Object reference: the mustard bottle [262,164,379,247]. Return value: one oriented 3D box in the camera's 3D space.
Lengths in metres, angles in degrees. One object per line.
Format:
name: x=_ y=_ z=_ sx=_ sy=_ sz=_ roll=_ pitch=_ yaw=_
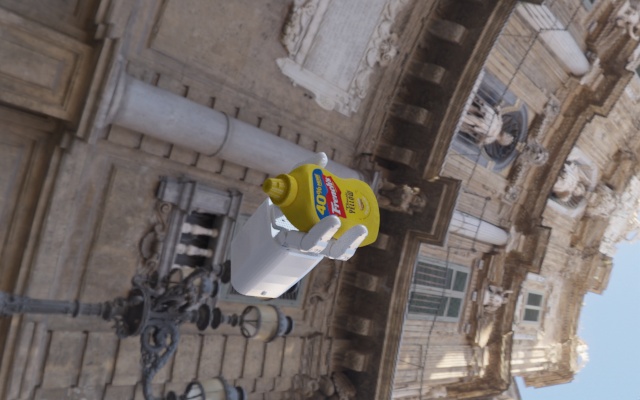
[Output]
mustard bottle: x=0.001 y=0.002 z=0.643 sx=0.058 sy=0.096 sz=0.192 roll=-22 pitch=-27 yaw=39
